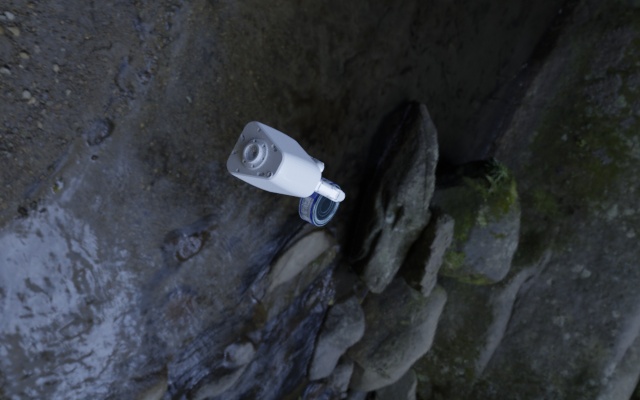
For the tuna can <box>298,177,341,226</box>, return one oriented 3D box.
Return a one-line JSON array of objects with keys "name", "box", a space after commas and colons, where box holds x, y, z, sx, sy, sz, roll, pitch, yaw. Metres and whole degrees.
[{"name": "tuna can", "box": [0.001, 0.003, 0.872, 0.033, 0.086, 0.086, 27, 14, 30]}]
